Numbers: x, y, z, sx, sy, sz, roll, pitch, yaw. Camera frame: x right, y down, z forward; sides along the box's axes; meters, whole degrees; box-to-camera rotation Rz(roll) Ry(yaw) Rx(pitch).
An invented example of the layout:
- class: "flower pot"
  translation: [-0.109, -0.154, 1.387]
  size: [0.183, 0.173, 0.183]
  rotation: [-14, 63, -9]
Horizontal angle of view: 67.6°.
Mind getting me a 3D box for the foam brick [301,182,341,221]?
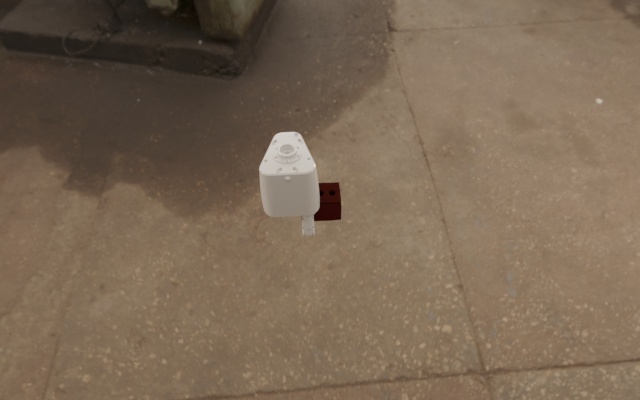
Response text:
- class: "foam brick"
  translation: [0.000, 0.003, 0.895]
  size: [0.078, 0.053, 0.051]
  rotation: [-3, -43, -1]
